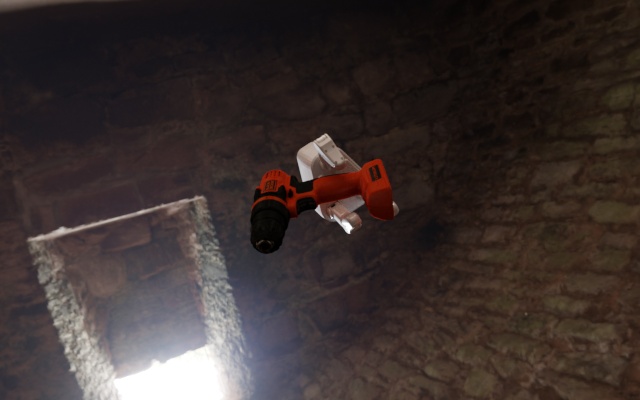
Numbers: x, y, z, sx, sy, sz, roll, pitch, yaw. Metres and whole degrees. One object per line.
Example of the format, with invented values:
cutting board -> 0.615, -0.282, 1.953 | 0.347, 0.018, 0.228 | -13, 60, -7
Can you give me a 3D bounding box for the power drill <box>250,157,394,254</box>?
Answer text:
power drill -> 0.001, 0.002, 0.642 | 0.187, 0.057, 0.184 | -7, 30, 3
